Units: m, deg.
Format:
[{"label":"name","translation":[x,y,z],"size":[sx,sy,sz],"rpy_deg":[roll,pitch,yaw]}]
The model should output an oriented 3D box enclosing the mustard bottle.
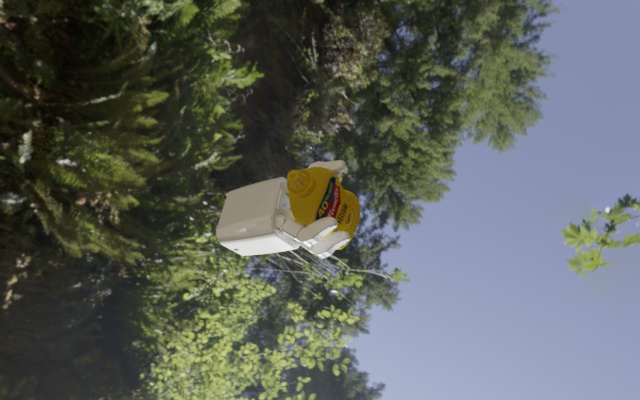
[{"label":"mustard bottle","translation":[0.001,0.003,0.735],"size":[0.058,0.096,0.192],"rpy_deg":[14,-16,31]}]
